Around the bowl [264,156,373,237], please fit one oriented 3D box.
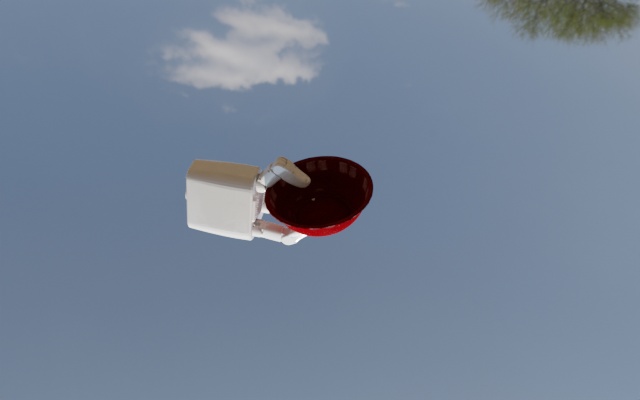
[{"bbox_3d":[0.001,0.003,0.717,0.162,0.055,0.162,-6,42,5],"label":"bowl"}]
